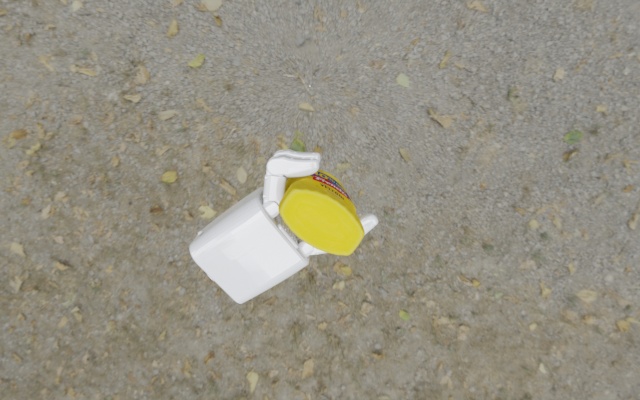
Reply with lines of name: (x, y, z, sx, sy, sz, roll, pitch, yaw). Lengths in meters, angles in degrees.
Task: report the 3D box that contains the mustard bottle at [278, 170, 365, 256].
mustard bottle: (0.000, 0.002, 0.592, 0.096, 0.058, 0.191, 31, 11, -8)
